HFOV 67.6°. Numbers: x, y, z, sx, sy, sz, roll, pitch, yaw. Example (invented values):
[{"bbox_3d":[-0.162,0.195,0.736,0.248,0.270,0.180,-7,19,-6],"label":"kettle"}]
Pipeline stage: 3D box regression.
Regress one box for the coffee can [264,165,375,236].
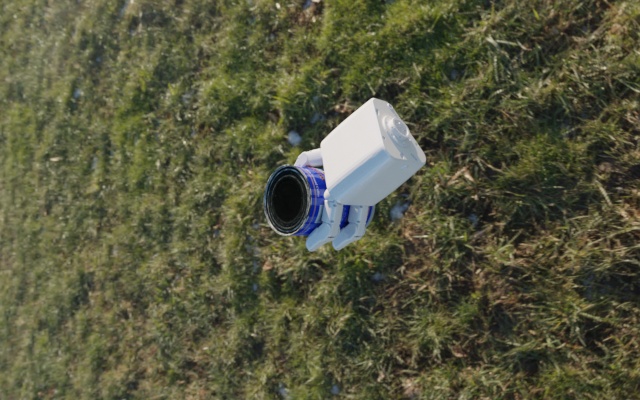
[{"bbox_3d":[0.000,0.002,0.727,0.140,0.103,0.103,3,-2,-44],"label":"coffee can"}]
